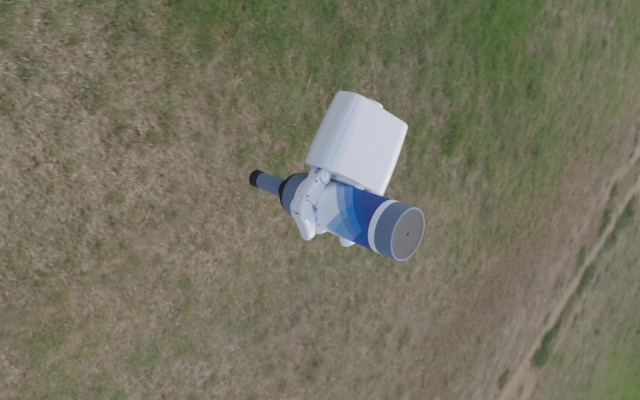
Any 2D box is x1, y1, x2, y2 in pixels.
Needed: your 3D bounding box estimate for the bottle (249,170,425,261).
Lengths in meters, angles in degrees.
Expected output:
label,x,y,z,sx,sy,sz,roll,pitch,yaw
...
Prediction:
label,x,y,z,sx,sy,sz,roll,pitch,yaw
bottle,0.000,0.002,0.654,0.295,0.069,0.069,20,14,42
